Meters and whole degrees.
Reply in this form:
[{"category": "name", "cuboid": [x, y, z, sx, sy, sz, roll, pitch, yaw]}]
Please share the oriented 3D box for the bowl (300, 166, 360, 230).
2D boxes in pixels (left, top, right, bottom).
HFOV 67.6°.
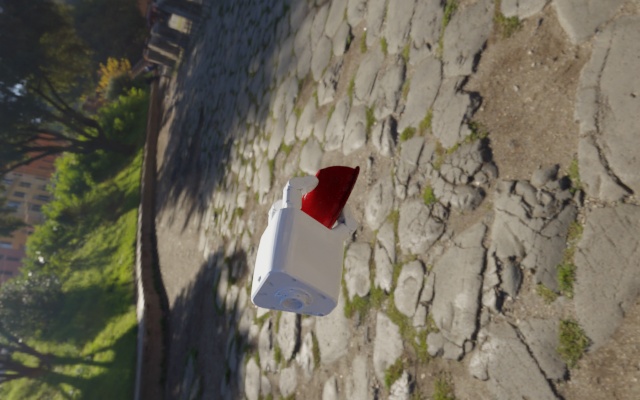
[{"category": "bowl", "cuboid": [0.000, 0.002, 0.768, 0.055, 0.162, 0.162, 29, -3, -4]}]
